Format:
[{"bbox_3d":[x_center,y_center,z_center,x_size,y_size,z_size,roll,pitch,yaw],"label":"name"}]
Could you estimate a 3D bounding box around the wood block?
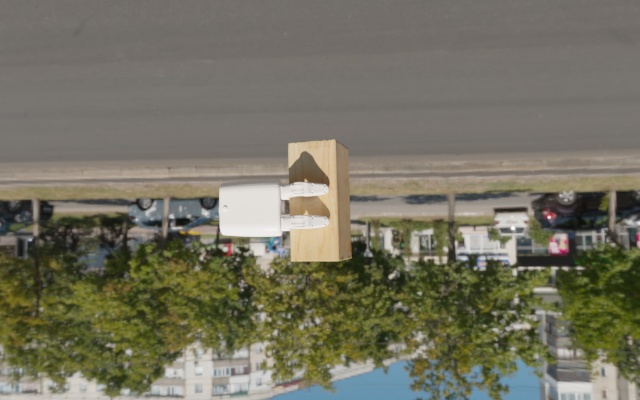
[{"bbox_3d":[0.000,0.003,0.857,0.090,0.206,0.091,-3,-4,17],"label":"wood block"}]
